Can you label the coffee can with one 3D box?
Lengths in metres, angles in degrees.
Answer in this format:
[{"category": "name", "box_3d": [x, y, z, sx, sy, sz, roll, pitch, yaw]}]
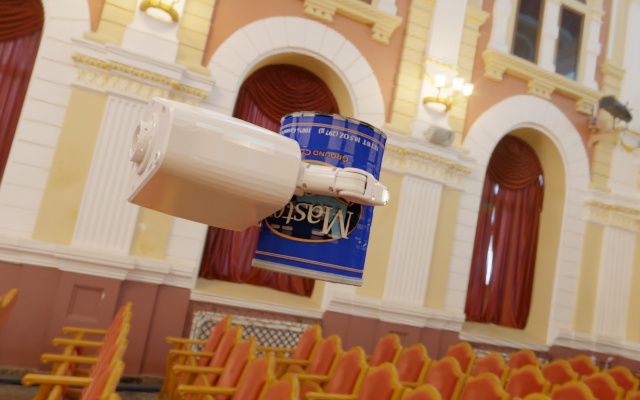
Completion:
[{"category": "coffee can", "box_3d": [0.000, 0.002, 0.445, 0.103, 0.140, 0.103, 10, -8, 1]}]
